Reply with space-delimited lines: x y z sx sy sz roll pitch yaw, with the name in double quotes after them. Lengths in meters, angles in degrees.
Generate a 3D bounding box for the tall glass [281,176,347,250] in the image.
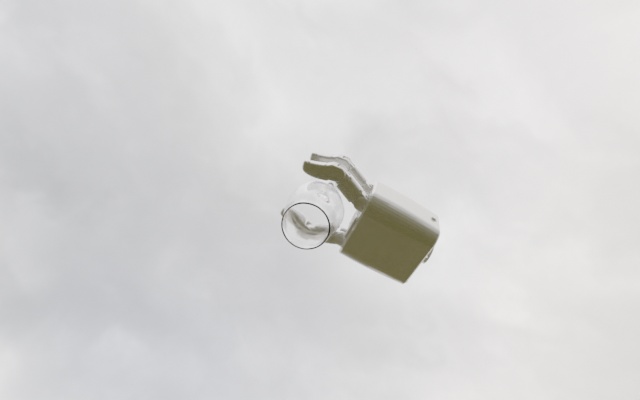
0.000 0.002 0.672 0.079 0.079 0.201 0 17 12 "tall glass"
